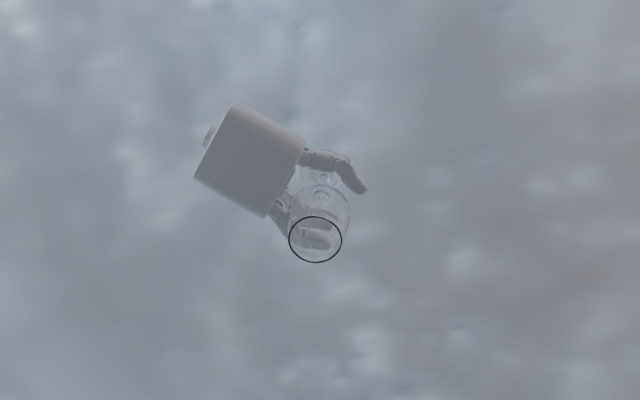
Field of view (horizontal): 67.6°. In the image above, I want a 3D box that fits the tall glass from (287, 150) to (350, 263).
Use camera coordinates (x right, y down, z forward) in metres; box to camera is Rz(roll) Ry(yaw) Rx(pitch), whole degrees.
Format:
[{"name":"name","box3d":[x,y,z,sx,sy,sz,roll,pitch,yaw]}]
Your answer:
[{"name":"tall glass","box3d":[0.000,0.002,0.626,0.079,0.079,0.201,0,26,4]}]
